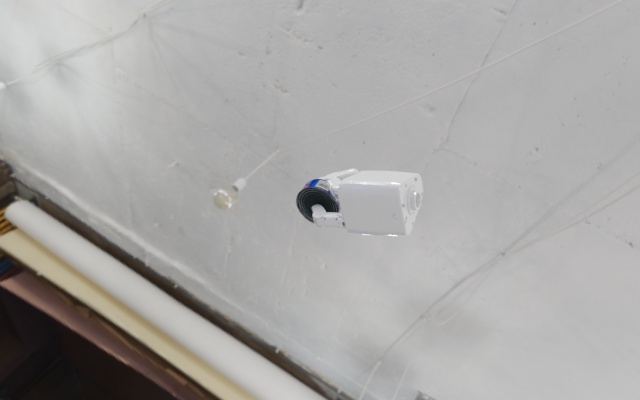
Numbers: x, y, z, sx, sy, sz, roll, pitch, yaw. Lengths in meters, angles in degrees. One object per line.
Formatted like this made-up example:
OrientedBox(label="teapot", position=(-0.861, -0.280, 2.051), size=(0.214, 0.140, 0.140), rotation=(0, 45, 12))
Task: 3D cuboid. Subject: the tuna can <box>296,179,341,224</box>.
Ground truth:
OrientedBox(label="tuna can", position=(0.000, 0.003, 0.887), size=(0.086, 0.086, 0.033), rotation=(0, 34, 29))
